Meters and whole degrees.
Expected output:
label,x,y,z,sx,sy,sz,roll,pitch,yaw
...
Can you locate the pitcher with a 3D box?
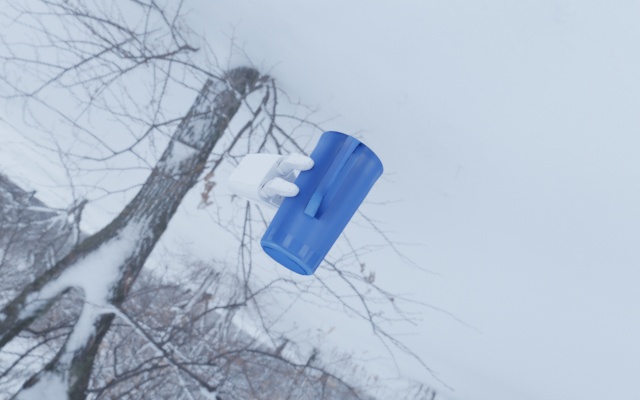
label,x,y,z,sx,sy,sz,roll,pitch,yaw
pitcher,0.000,0.003,0.837,0.145,0.242,0.149,12,-27,46
